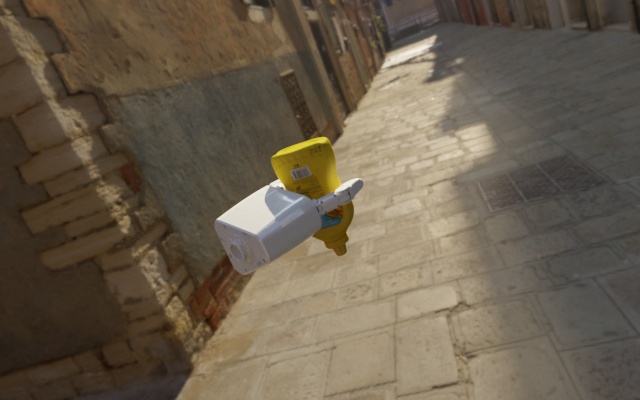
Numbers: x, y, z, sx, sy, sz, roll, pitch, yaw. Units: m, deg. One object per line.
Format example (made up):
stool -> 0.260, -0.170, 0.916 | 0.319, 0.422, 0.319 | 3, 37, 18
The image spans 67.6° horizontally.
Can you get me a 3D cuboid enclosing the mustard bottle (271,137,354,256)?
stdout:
mustard bottle -> 0.000, 0.002, 0.755 | 0.096, 0.192, 0.058 | -15, 18, 25
